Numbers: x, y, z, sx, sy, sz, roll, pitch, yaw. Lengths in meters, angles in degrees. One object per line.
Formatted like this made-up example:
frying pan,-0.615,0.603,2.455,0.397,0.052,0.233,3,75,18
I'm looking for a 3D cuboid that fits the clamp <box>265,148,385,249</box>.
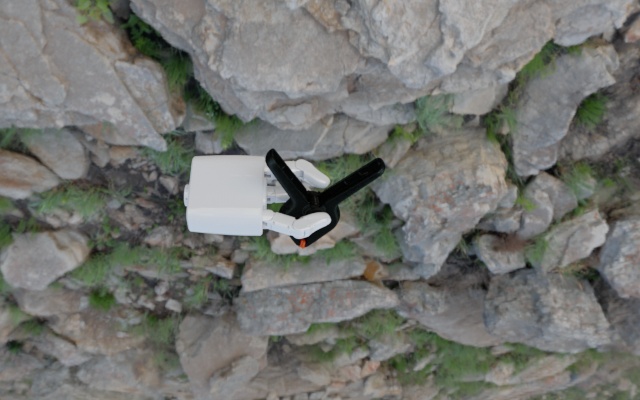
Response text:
clamp,0.000,0.003,0.708,0.164,0.036,0.210,0,-39,-7
